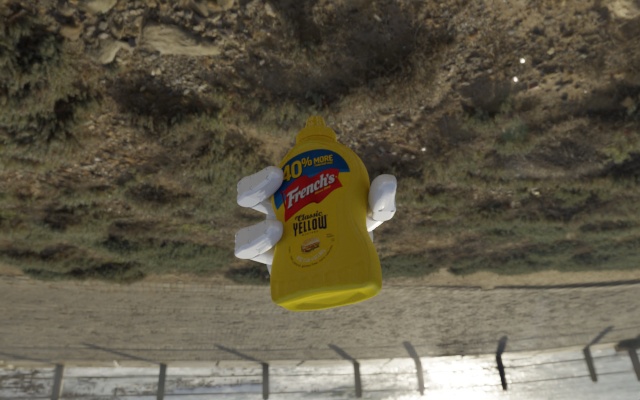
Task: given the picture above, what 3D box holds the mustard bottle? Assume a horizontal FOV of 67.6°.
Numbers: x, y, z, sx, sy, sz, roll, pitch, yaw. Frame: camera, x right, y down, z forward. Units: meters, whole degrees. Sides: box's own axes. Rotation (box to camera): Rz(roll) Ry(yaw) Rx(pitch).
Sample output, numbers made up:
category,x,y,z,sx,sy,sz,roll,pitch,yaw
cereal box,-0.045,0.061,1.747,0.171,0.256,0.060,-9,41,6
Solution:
category,x,y,z,sx,sy,sz,roll,pitch,yaw
mustard bottle,0.000,0.002,0.451,0.096,0.191,0.058,-16,-31,23
